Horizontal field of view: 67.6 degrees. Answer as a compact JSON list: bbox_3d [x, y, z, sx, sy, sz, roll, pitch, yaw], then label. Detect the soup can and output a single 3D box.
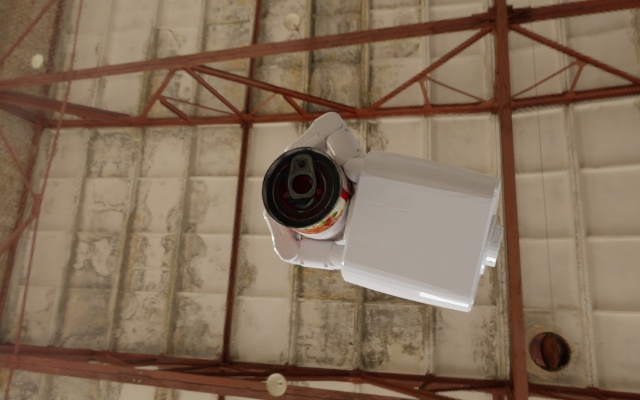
[{"bbox_3d":[0.000,0.001,0.423,0.068,0.068,0.102,0,-14,19],"label":"soup can"}]
